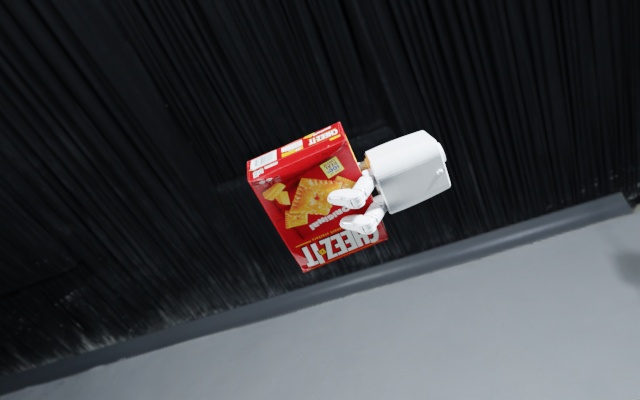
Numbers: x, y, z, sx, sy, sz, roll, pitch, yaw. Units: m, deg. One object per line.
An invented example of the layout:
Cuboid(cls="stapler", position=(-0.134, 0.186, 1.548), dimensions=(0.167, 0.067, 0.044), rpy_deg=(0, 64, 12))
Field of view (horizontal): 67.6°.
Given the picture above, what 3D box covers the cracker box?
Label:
Cuboid(cls="cracker box", position=(0.000, 0.002, 0.784), dimensions=(0.164, 0.214, 0.072), rpy_deg=(-22, 34, 7))
